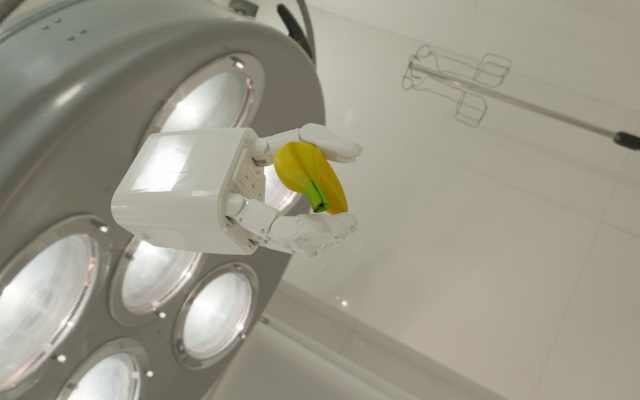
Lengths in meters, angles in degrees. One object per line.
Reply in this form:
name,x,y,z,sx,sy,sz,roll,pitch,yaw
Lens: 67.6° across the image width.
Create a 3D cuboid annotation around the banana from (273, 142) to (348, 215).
banana,-0.007,-0.016,0.426,0.037,0.069,0.198,-22,-5,8
